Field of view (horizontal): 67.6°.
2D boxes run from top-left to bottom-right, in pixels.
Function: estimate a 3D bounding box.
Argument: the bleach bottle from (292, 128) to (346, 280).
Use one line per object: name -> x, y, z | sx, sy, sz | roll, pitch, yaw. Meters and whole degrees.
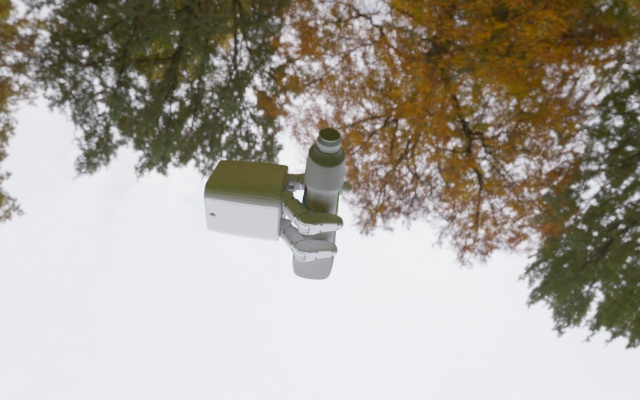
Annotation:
bleach bottle -> 0.000, 0.002, 0.693 | 0.068, 0.251, 0.102 | 7, 43, -1
